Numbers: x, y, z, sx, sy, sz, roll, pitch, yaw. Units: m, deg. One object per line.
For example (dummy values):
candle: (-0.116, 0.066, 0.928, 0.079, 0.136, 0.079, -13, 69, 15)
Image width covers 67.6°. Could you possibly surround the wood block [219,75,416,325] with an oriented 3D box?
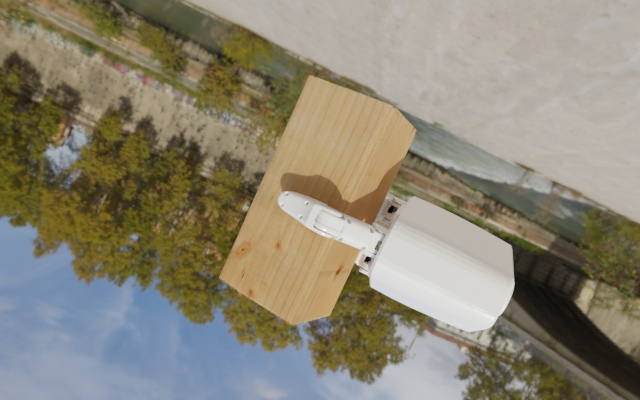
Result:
wood block: (0.000, 0.002, 0.458, 0.090, 0.206, 0.091, 27, 5, 24)
